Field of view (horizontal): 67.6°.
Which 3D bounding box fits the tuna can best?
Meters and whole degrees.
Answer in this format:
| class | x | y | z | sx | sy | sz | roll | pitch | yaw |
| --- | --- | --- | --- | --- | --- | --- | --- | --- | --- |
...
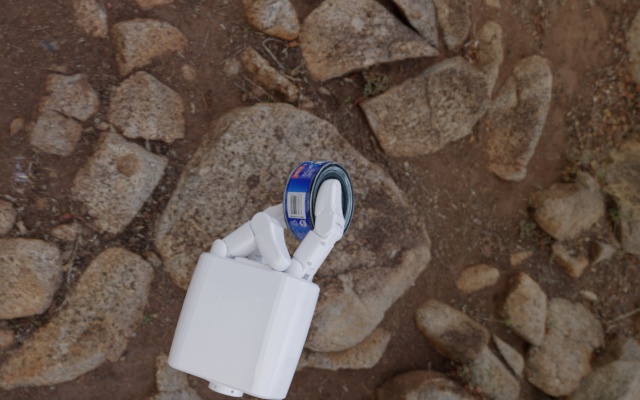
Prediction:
| class | x | y | z | sx | sy | sz | roll | pitch | yaw |
| --- | --- | --- | --- | --- | --- | --- | --- | --- | --- |
| tuna can | 0.001 | 0.002 | 0.495 | 0.034 | 0.086 | 0.086 | 3 | 1 | 34 |
